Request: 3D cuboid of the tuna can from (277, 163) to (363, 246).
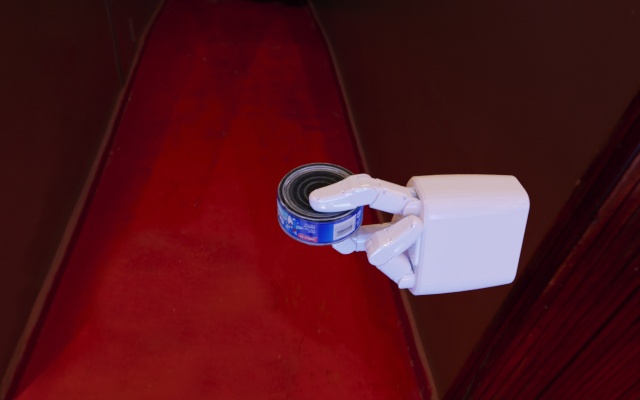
[{"bbox_3d":[0.000,0.001,0.468,0.086,0.034,0.086,1,44,-1],"label":"tuna can"}]
